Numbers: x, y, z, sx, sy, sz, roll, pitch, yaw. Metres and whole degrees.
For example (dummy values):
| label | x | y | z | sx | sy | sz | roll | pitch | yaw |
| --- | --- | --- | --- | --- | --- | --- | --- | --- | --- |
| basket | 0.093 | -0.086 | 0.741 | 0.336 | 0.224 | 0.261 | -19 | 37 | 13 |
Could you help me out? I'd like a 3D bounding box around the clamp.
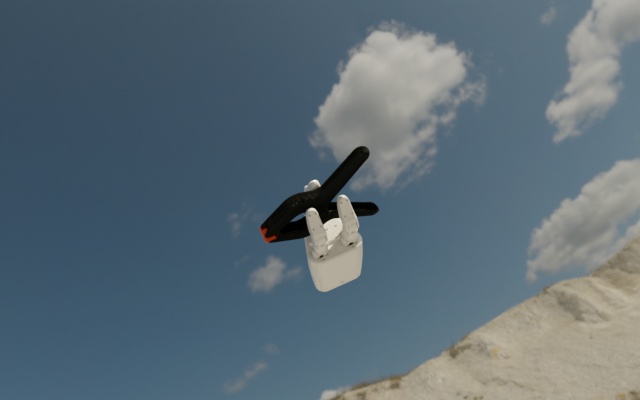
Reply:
| label | x | y | z | sx | sy | sz | roll | pitch | yaw |
| --- | --- | --- | --- | --- | --- | --- | --- | --- | --- |
| clamp | -0.001 | 0.002 | 0.767 | 0.210 | 0.036 | 0.165 | -22 | -40 | -12 |
